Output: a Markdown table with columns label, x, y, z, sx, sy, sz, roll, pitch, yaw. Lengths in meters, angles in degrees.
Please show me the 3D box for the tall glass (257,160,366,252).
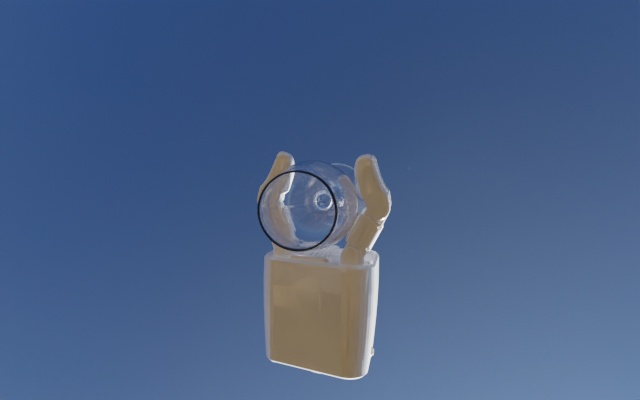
| label | x | y | z | sx | sy | sz | roll | pitch | yaw |
| --- | --- | --- | --- | --- | --- | --- | --- | --- | --- |
| tall glass | 0.000 | 0.001 | 0.454 | 0.079 | 0.079 | 0.201 | 0 | 4 | 10 |
